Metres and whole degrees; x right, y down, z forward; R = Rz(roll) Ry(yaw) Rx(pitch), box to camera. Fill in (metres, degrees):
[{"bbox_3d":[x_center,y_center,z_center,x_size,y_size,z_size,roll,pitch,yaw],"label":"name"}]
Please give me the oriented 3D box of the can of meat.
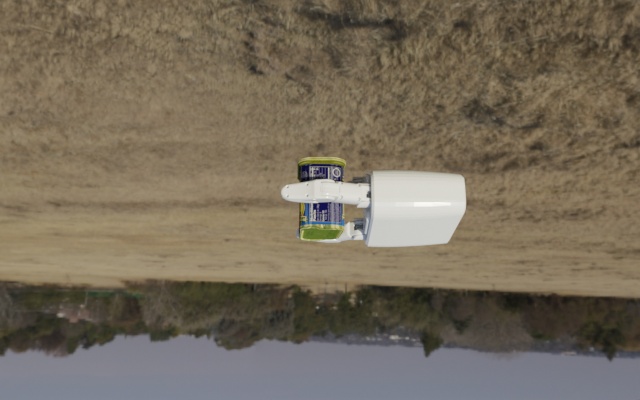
[{"bbox_3d":[0.000,0.002,0.586,0.057,0.084,0.102,0,-13,-3],"label":"can of meat"}]
